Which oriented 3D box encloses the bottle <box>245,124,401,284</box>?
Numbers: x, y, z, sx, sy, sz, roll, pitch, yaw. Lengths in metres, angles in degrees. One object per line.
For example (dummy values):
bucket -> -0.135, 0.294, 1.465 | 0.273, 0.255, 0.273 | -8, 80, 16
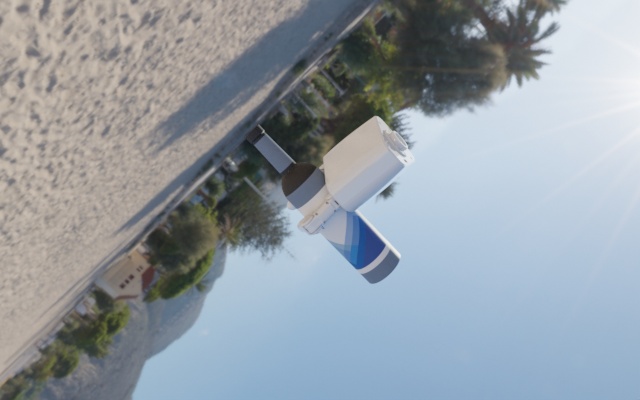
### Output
bottle -> 0.000, 0.003, 0.722 | 0.069, 0.296, 0.069 | -42, 11, 10
